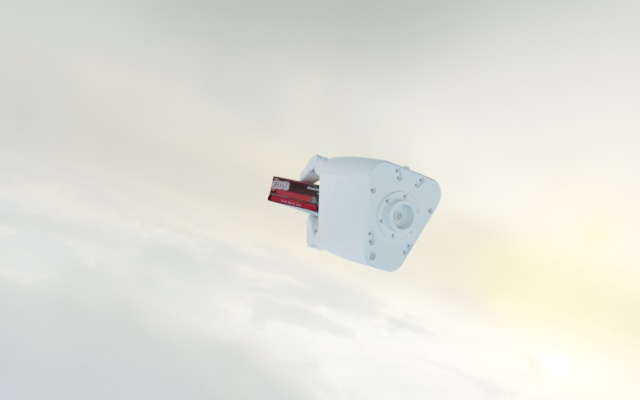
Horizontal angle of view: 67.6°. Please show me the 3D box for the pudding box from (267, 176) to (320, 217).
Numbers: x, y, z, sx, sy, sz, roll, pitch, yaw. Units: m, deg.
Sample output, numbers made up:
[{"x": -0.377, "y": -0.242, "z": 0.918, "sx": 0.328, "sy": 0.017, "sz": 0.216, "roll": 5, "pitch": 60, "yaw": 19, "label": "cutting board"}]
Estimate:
[{"x": 0.000, "y": 0.002, "z": 0.631, "sx": 0.090, "sy": 0.039, "sz": 0.113, "roll": 14, "pitch": -5, "yaw": 37, "label": "pudding box"}]
